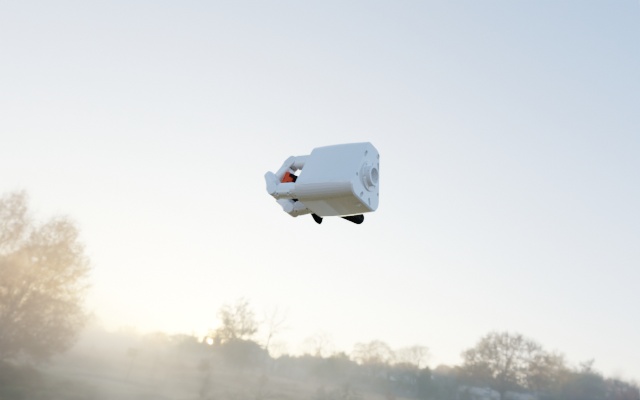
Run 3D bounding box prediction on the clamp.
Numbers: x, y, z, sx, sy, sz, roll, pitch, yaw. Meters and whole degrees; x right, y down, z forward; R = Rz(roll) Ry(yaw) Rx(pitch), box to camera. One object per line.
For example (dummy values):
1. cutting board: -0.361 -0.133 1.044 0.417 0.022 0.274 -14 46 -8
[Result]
1. clamp: 0.000 0.002 0.866 0.120 0.039 0.171 -4 -28 34
